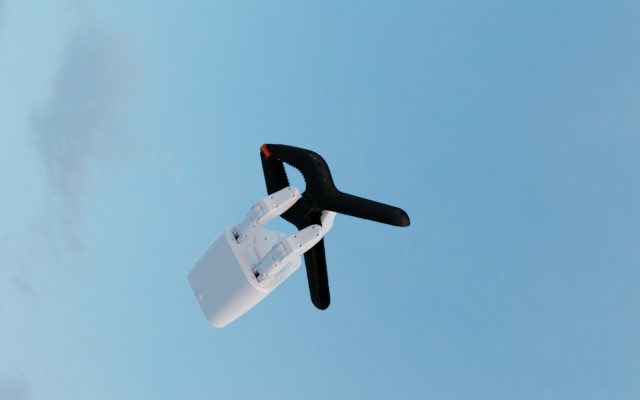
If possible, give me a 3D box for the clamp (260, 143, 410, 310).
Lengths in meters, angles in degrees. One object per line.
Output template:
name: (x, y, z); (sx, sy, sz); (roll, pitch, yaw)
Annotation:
clamp: (0.000, 0.002, 0.564); (0.165, 0.210, 0.036); (-43, -21, 30)
